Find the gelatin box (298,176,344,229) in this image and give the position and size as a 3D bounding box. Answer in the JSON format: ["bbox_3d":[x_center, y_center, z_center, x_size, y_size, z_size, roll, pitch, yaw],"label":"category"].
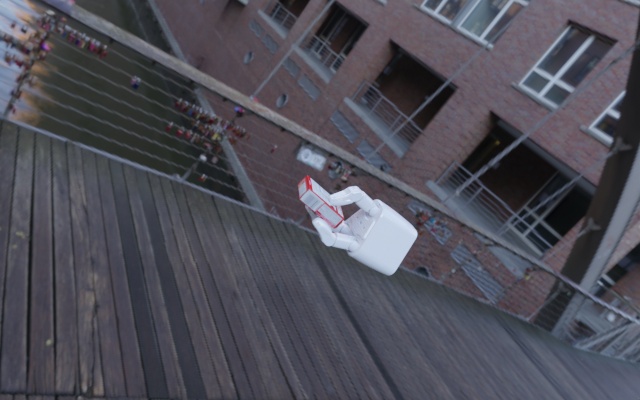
[{"bbox_3d":[0.000,0.002,0.864,0.089,0.030,0.073,41,14,-19],"label":"gelatin box"}]
